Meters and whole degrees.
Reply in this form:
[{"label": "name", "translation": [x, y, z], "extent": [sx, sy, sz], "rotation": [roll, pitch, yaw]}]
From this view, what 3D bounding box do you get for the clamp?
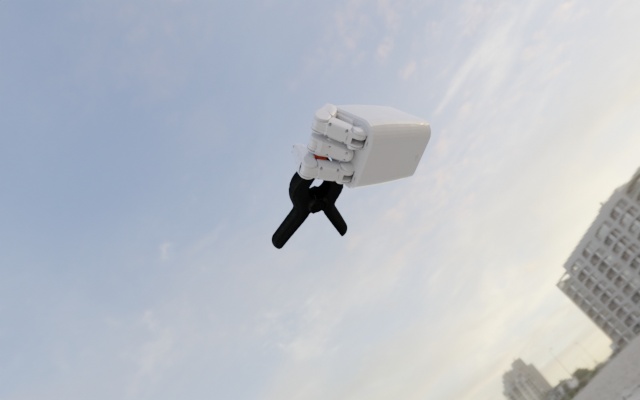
[{"label": "clamp", "translation": [0.000, 0.002, 0.690], "extent": [0.120, 0.172, 0.039], "rotation": [-8, 46, -29]}]
